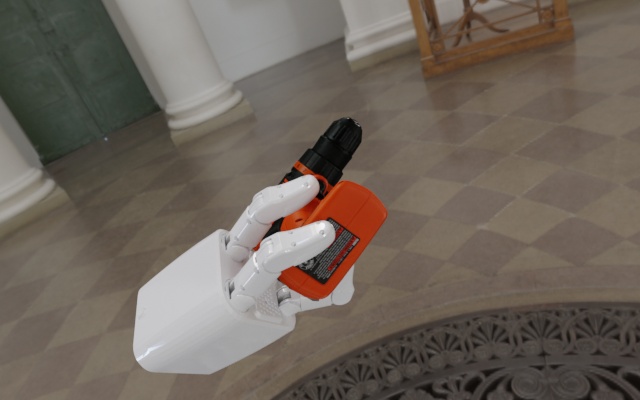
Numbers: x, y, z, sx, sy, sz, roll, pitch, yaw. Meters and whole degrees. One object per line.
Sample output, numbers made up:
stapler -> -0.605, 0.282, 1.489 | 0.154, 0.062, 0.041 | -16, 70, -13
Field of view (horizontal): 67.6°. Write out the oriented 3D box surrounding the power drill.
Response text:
power drill -> 0.000, 0.002, 0.473 | 0.057, 0.184, 0.187 | 34, 5, -17
